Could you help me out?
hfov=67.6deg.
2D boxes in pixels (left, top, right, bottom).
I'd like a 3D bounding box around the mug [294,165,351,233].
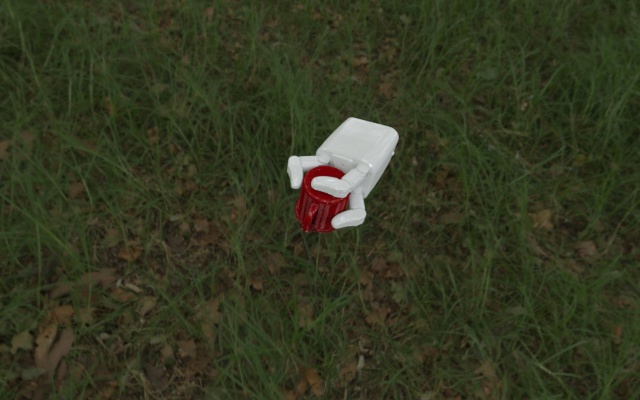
[{"bbox_3d":[-0.001,0.003,0.804,0.093,0.117,0.082,28,-36,11],"label":"mug"}]
